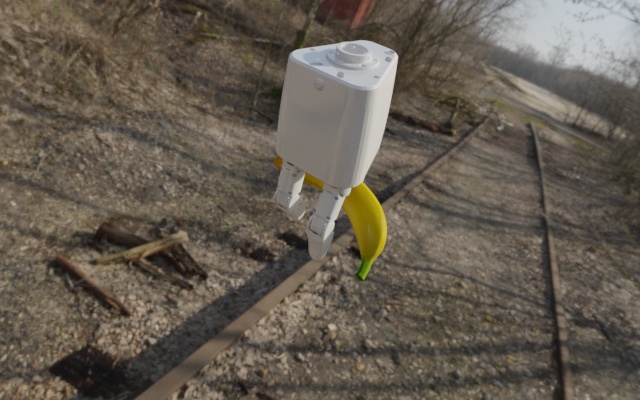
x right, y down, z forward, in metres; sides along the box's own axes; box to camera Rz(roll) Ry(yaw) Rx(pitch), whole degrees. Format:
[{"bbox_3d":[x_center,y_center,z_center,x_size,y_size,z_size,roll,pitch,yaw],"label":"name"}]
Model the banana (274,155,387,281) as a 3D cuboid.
[{"bbox_3d":[0.018,-0.005,0.539,0.069,0.197,0.037,-28,-36,-13],"label":"banana"}]
